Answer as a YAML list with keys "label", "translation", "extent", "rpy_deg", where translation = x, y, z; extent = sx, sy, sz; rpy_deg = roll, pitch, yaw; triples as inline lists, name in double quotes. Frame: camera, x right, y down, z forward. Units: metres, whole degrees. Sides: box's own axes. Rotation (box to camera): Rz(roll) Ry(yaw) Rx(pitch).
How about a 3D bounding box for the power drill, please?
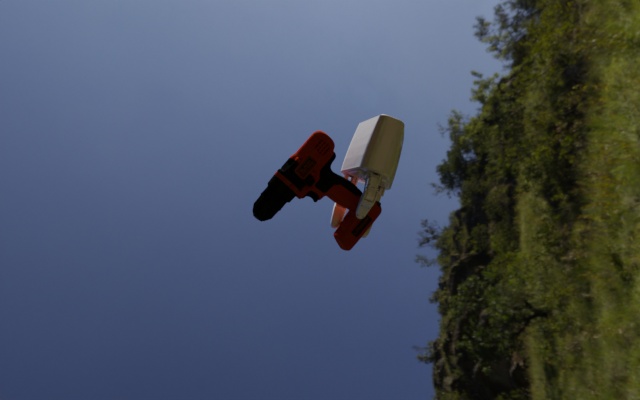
- label: "power drill"
  translation: [0.001, 0.003, 0.824]
  extent: [0.188, 0.184, 0.057]
  rpy_deg: [42, -3, -22]
